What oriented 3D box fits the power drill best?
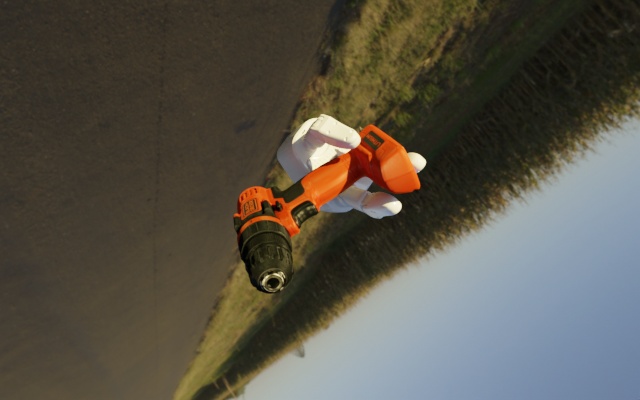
[{"bbox_3d":[0.000,0.001,0.483,0.187,0.057,0.184,-28,27,-1],"label":"power drill"}]
